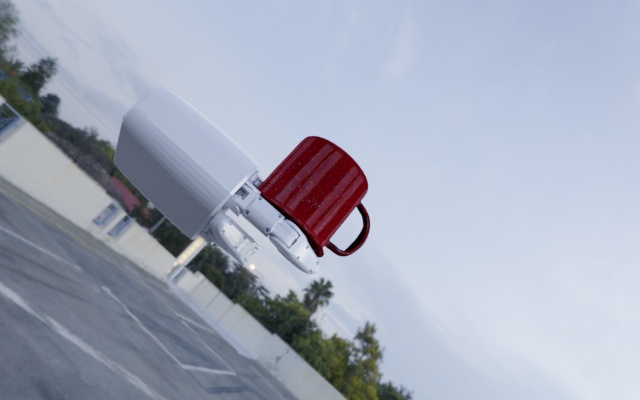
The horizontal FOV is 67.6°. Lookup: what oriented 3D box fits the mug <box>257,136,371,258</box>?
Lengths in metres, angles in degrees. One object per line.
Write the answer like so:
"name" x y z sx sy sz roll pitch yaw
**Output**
"mug" 0.001 0.002 0.454 0.117 0.081 0.093 43 -17 -7
